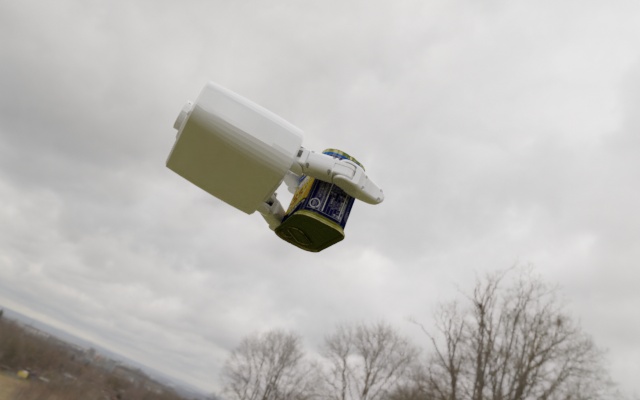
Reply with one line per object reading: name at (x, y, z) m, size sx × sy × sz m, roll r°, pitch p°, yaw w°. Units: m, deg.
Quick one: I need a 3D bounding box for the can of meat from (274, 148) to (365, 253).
can of meat at (0.000, 0.001, 0.520) m, size 0.057 × 0.084 × 0.102 m, roll 28°, pitch -25°, yaw -12°
